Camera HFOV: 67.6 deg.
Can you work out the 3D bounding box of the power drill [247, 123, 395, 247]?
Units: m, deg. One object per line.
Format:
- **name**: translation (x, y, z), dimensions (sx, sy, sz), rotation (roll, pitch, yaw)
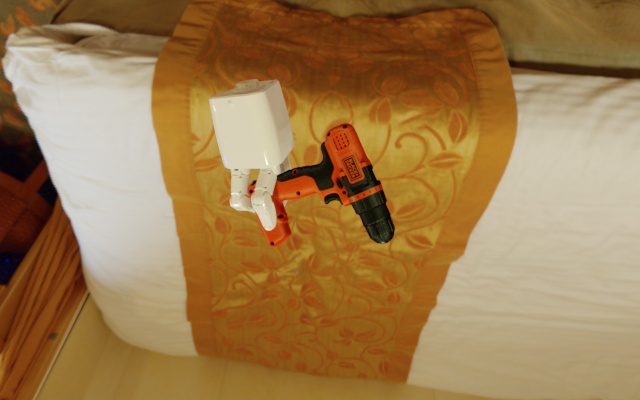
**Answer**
- **power drill**: translation (0.000, 0.002, 0.709), dimensions (0.187, 0.184, 0.057), rotation (-23, -2, 12)
